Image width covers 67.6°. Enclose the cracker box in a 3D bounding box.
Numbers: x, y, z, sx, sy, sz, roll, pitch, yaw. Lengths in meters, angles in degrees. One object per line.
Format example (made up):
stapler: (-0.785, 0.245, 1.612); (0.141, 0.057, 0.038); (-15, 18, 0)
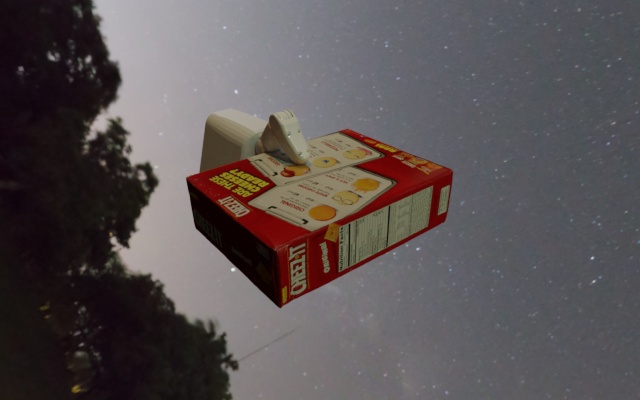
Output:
cracker box: (0.000, 0.001, 0.486); (0.213, 0.072, 0.164); (-22, 35, -32)
